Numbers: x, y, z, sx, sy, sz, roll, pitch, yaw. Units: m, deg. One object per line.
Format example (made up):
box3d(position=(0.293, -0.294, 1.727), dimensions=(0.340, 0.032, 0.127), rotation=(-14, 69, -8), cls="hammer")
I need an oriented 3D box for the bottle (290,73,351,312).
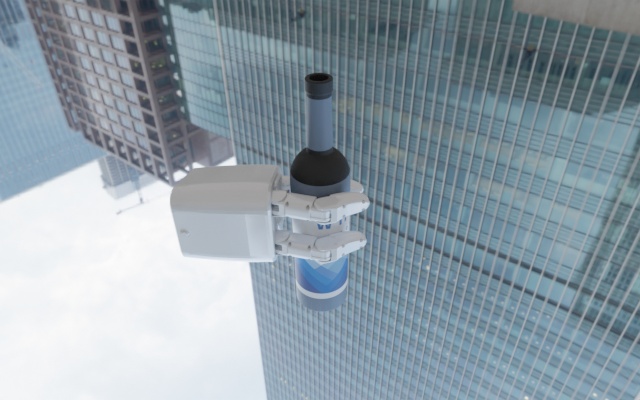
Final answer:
box3d(position=(0.000, 0.002, 0.543), dimensions=(0.069, 0.296, 0.069), rotation=(-1, 36, 0), cls="bottle")
